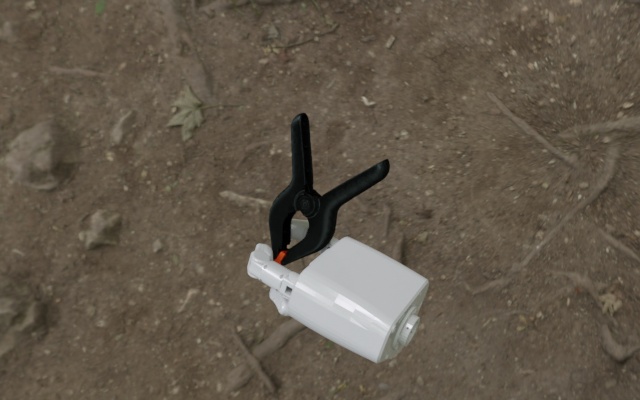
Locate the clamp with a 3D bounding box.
[{"bbox_3d":[0.000,0.002,0.526,0.120,0.171,0.039,25,17,25],"label":"clamp"}]
